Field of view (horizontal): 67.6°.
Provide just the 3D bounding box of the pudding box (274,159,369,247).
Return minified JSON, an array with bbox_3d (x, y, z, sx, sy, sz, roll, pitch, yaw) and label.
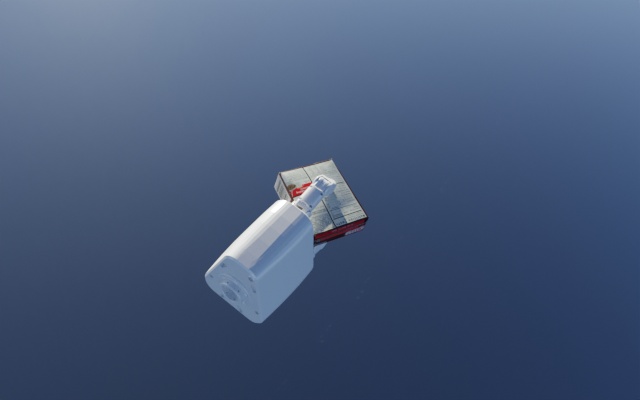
[{"bbox_3d":[0.000,0.002,0.661,0.090,0.113,0.039,-16,-28,-25],"label":"pudding box"}]
